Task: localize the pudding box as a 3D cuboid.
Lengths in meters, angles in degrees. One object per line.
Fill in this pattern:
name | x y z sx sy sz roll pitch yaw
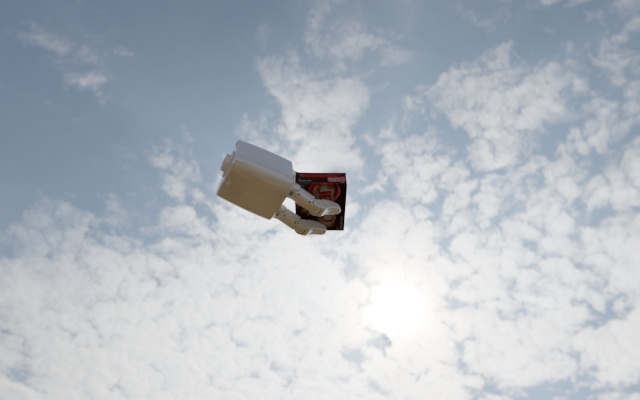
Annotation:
pudding box | 0.000 0.003 0.853 0.090 0.114 0.039 1 41 0
